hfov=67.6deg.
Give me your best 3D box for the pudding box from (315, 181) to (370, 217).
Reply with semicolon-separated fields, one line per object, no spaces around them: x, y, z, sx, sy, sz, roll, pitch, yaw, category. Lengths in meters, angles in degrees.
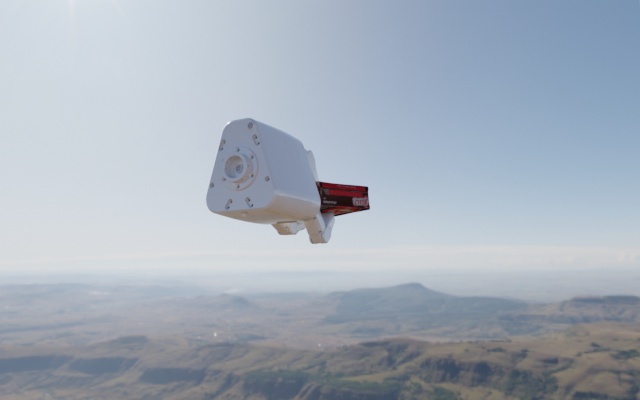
0.000;0.002;0.676;0.090;0.039;0.113;5;-10;-37;pudding box
